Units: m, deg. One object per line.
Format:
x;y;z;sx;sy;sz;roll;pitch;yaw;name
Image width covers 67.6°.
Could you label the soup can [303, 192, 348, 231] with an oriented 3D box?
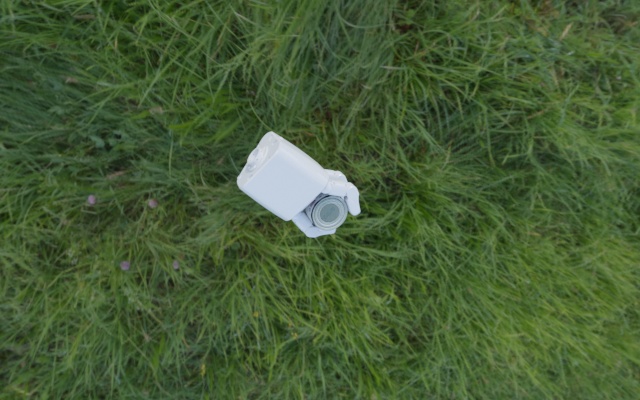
0.001;0.003;0.857;0.068;0.068;0.102;0;23;-21;soup can
